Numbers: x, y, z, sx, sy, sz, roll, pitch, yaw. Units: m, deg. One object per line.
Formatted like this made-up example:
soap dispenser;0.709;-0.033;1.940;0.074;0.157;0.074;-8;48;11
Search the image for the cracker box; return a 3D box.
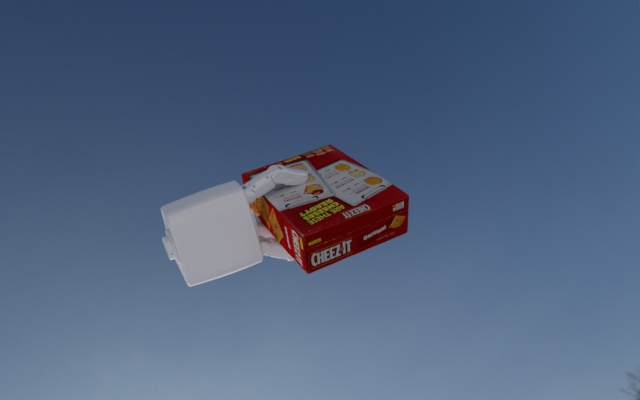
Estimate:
cracker box;0.000;0.002;0.702;0.164;0.072;0.213;-20;34;-22
